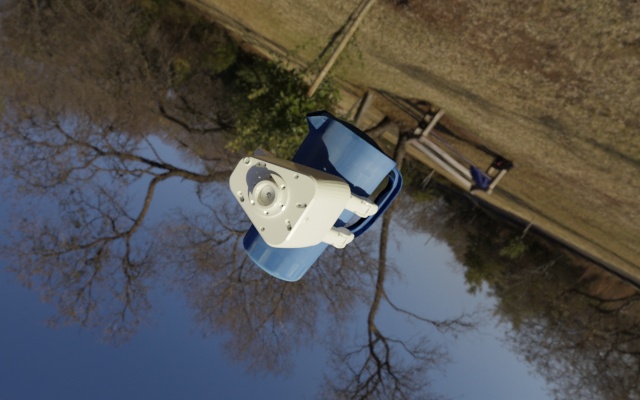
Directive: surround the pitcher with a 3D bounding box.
[{"bbox_3d":[0.000,0.002,0.715,0.149,0.243,0.145,39,12,19],"label":"pitcher"}]
